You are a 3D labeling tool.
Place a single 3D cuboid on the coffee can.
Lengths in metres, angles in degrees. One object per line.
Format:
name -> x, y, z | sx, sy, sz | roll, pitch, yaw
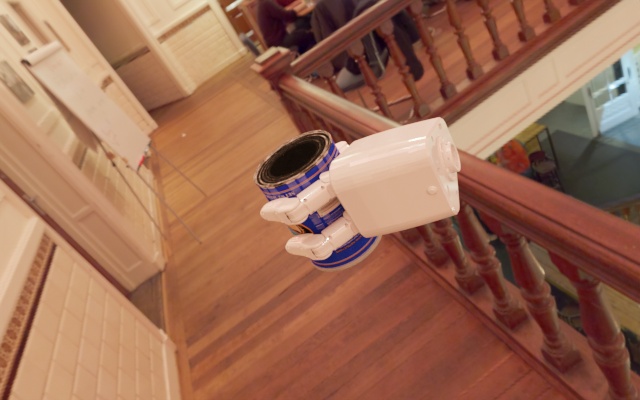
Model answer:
coffee can -> 0.000, 0.002, 0.577 | 0.103, 0.140, 0.102 | -24, 30, 15
